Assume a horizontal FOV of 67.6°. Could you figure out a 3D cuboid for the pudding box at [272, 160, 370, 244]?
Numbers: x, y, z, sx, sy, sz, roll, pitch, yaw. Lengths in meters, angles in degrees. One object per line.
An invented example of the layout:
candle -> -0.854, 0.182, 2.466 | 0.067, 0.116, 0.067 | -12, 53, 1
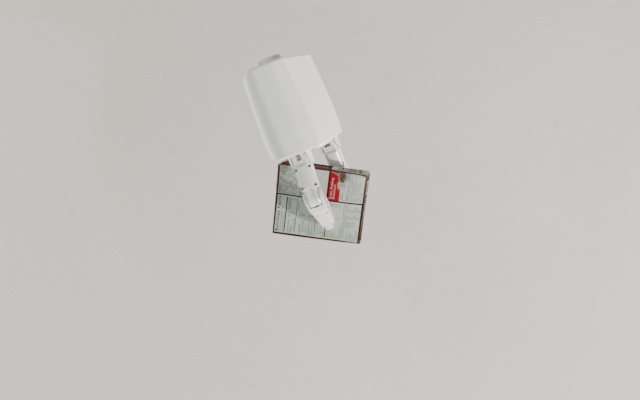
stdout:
pudding box -> 0.000, 0.002, 0.594 | 0.113, 0.090, 0.039 | 8, 12, 6
